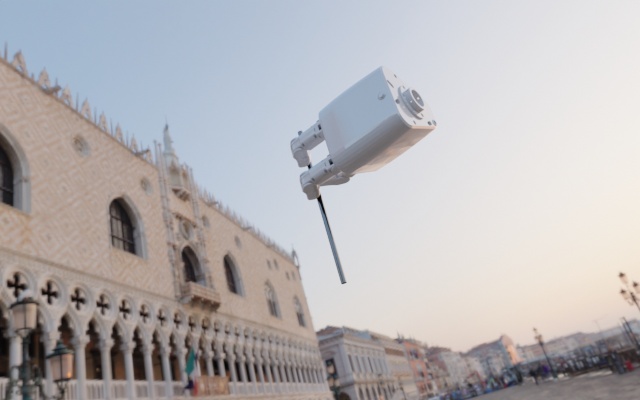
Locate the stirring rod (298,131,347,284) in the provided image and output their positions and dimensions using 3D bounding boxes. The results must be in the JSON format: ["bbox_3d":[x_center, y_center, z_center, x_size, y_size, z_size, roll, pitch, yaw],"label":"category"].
[{"bbox_3d":[0.000,0.002,0.669,0.011,0.239,0.011,-13,-25,-6],"label":"stirring rod"}]
